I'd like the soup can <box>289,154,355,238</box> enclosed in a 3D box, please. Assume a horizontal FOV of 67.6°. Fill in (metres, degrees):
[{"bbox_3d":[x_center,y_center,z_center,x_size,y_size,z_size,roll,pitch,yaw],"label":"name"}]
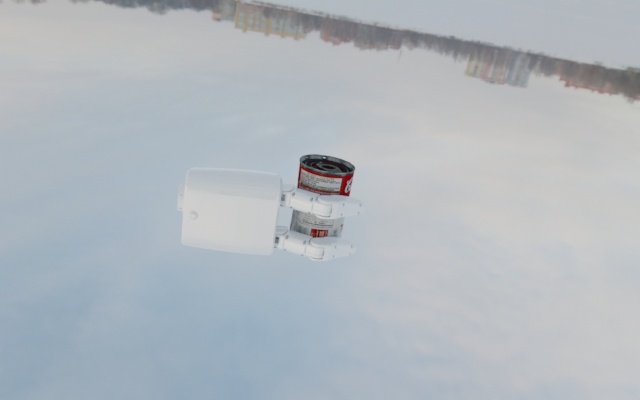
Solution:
[{"bbox_3d":[0.001,0.002,0.589,0.068,0.102,0.068,9,21,-3],"label":"soup can"}]
